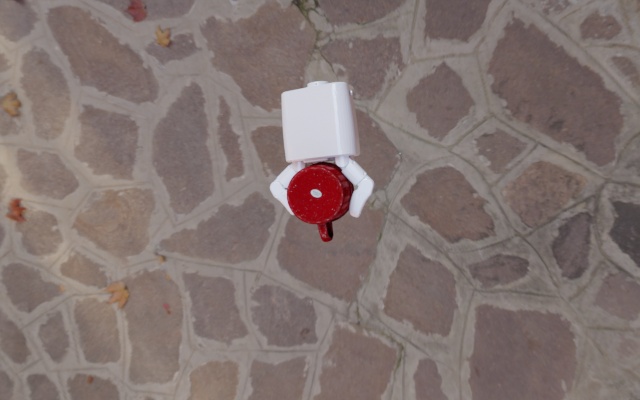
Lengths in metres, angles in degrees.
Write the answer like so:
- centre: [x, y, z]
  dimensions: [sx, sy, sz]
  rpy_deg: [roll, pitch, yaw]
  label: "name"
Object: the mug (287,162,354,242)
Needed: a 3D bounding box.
- centre: [0.000, 0.004, 0.688]
  dimensions: [0.093, 0.117, 0.081]
  rpy_deg: [-6, 3, 10]
  label: "mug"
